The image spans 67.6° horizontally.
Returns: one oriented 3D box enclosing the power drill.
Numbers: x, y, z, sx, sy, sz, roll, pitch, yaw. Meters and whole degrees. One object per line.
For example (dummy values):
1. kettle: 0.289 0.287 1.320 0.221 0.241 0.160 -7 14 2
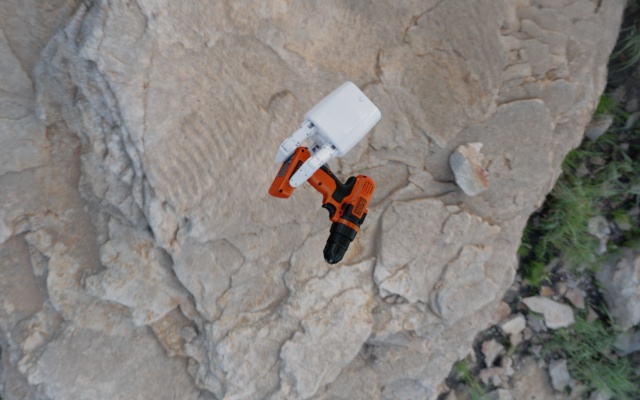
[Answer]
1. power drill: 0.000 0.002 0.883 0.188 0.184 0.057 33 -19 -23
